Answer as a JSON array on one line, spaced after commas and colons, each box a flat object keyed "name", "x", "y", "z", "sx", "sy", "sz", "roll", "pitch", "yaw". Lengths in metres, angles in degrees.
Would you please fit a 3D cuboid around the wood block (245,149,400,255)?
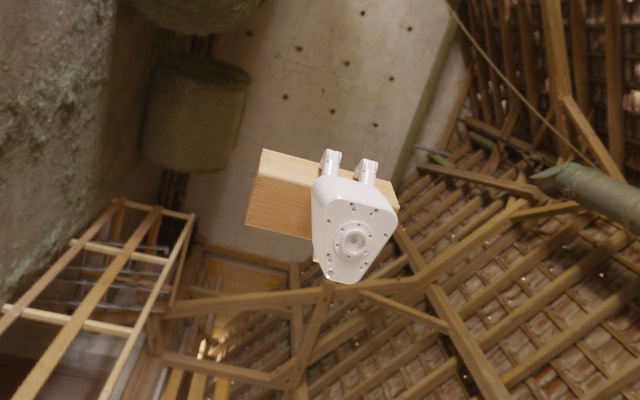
[{"name": "wood block", "x": 0.000, "y": 0.003, "z": 0.717, "sx": 0.206, "sy": 0.091, "sz": 0.090, "roll": 14, "pitch": 27, "yaw": -10}]
